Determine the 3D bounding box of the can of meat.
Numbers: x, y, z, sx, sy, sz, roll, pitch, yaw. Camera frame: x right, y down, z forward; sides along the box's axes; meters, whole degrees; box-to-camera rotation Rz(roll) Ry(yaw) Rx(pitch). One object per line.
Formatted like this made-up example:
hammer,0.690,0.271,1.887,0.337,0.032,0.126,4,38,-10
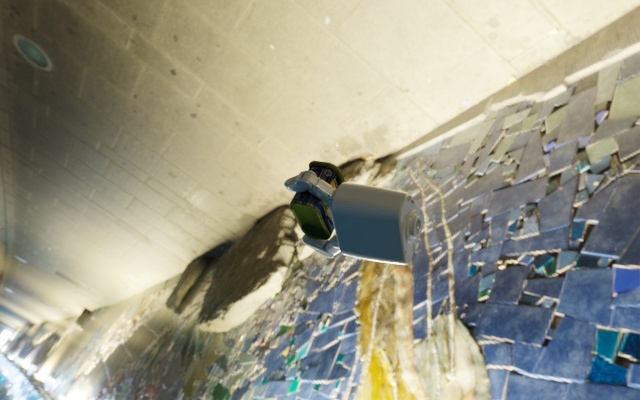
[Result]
can of meat,0.000,0.003,0.756,0.057,0.084,0.102,10,-33,27
